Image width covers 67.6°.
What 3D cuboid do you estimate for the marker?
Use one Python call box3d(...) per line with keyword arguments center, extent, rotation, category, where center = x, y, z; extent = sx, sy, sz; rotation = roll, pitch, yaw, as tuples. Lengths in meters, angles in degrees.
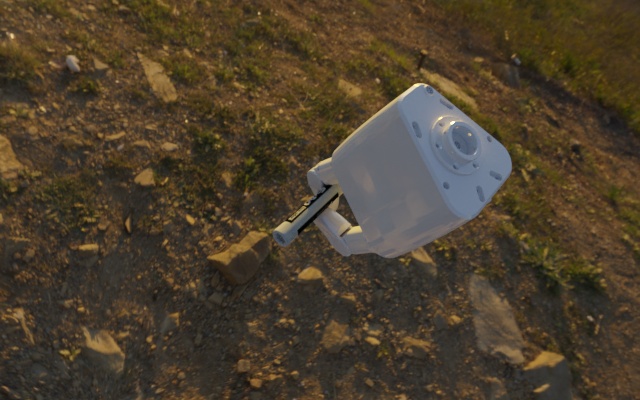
box3d(center=(0.000, 0.002, 0.470), extent=(0.020, 0.020, 0.121), rotation=(0, 34, 48), category="marker")
